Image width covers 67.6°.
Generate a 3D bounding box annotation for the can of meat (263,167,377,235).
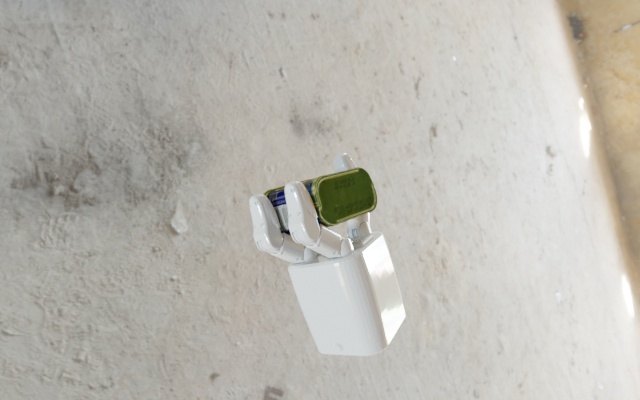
[{"bbox_3d":[0.000,0.002,0.523,0.084,0.057,0.102,-14,2,43],"label":"can of meat"}]
